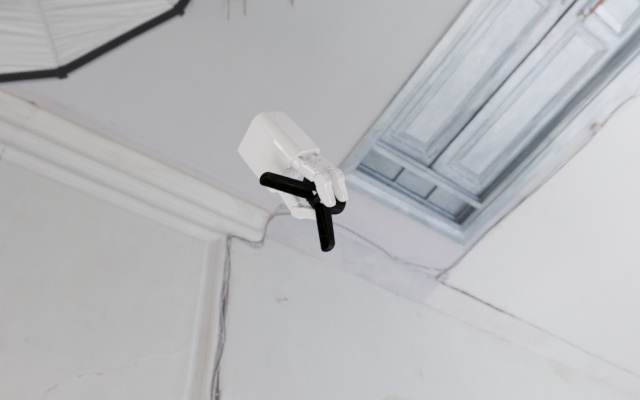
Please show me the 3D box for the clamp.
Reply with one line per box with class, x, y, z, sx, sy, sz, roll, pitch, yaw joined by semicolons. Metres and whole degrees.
clamp;0.000;0.003;0.838;0.036;0.164;0.210;-44;-11;28
